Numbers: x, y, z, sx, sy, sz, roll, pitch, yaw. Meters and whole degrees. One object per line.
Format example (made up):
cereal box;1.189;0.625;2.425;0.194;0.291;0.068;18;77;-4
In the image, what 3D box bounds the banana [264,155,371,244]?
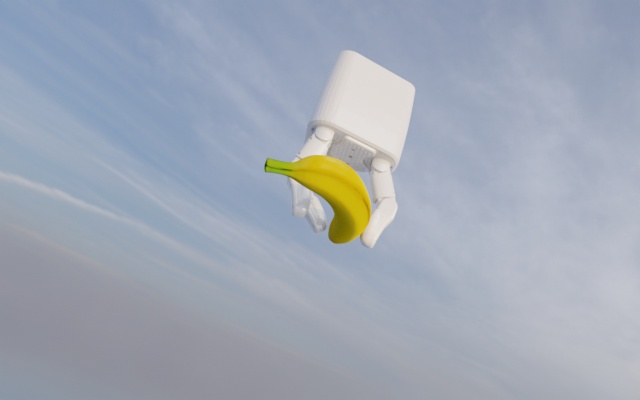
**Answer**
banana;0.016;0.002;0.467;0.069;0.037;0.198;6;-22;22
